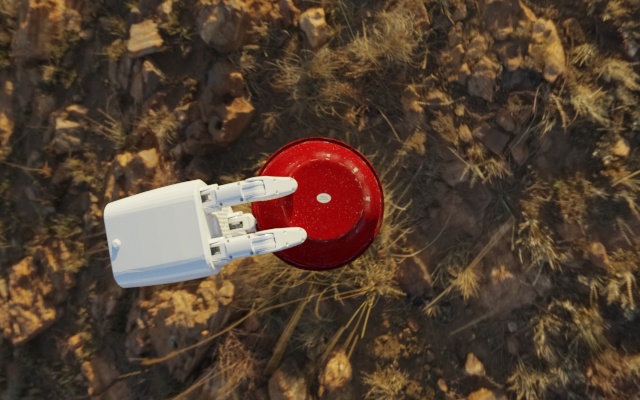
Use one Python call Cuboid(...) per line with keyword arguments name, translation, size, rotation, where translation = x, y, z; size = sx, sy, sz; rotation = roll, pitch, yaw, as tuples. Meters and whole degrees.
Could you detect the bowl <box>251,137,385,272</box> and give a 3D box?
Cuboid(name="bowl", translation=(0.001, 0.001, 0.547), size=(0.162, 0.162, 0.055), rotation=(0, -5, -6))
